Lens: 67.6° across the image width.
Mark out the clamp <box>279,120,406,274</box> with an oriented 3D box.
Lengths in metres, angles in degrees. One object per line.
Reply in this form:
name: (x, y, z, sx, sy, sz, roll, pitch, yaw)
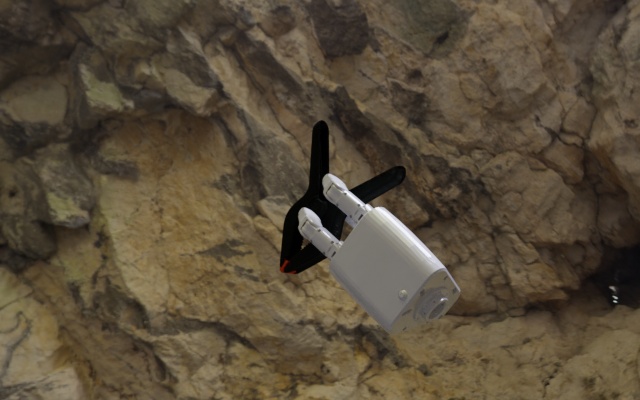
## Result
clamp: (0.000, 0.003, 0.639, 0.036, 0.210, 0.164, 19, 21, -48)
